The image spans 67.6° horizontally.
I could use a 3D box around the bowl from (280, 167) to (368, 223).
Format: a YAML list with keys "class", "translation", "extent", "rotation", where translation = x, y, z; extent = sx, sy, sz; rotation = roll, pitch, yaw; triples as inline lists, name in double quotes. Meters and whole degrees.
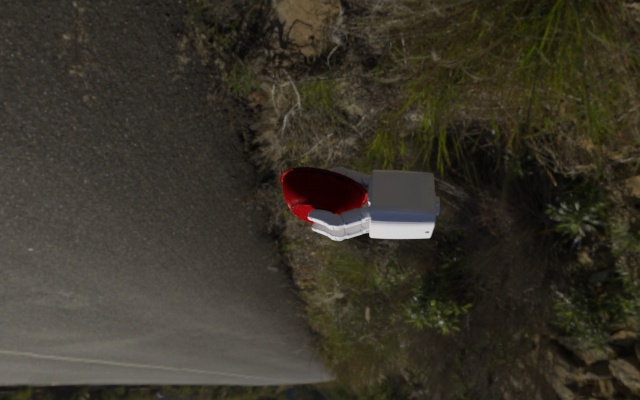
- class: "bowl"
  translation: [-0.001, 0.003, 0.834]
  extent: [0.162, 0.055, 0.162]
  rotation: [12, -21, 5]
